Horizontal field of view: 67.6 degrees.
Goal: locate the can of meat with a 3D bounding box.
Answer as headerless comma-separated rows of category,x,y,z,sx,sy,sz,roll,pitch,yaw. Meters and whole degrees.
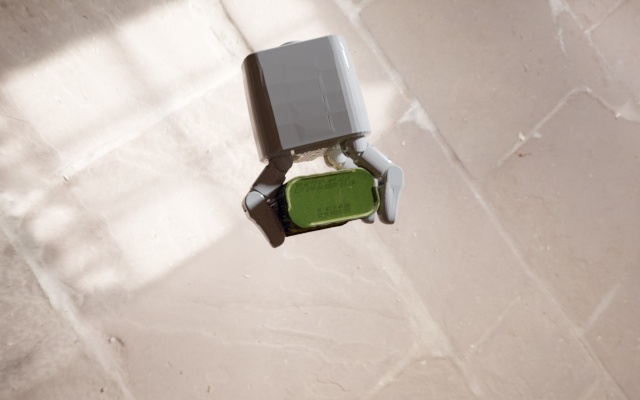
can of meat,0.000,0.002,0.497,0.102,0.057,0.084,-10,-4,-19
